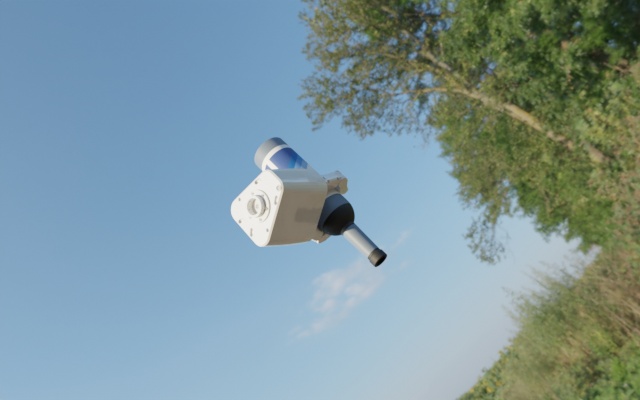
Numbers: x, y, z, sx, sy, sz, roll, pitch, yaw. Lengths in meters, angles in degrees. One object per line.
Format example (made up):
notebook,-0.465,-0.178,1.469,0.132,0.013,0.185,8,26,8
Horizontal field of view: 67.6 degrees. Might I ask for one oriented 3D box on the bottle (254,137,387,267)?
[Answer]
bottle,0.000,0.002,0.808,0.295,0.069,0.069,44,24,27
